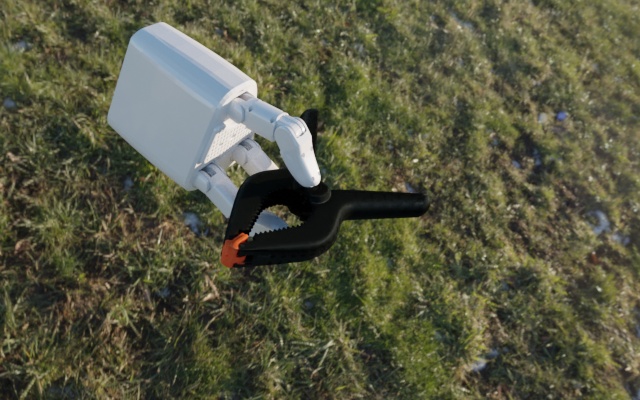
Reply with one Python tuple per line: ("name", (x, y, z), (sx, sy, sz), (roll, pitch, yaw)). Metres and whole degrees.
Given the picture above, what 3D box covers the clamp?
("clamp", (0.000, 0.001, 0.429), (0.164, 0.036, 0.210), (34, 45, 11))
